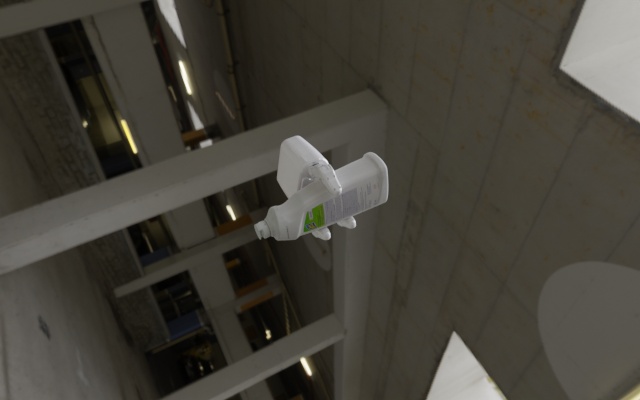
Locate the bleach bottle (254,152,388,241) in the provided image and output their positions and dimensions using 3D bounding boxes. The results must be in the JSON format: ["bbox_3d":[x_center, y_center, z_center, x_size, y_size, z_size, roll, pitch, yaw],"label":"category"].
[{"bbox_3d":[0.000,0.003,0.861,0.251,0.103,0.068,-22,42,-17],"label":"bleach bottle"}]
